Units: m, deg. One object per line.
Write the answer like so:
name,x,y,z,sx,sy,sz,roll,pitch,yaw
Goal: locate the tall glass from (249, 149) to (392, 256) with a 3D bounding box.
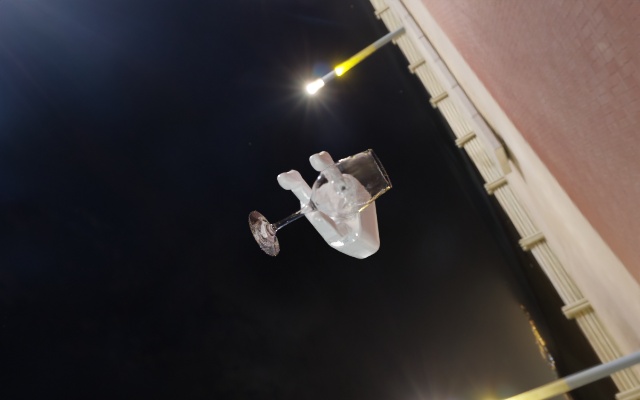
tall glass,-0.001,0.003,0.685,0.201,0.079,0.079,-29,-8,14
